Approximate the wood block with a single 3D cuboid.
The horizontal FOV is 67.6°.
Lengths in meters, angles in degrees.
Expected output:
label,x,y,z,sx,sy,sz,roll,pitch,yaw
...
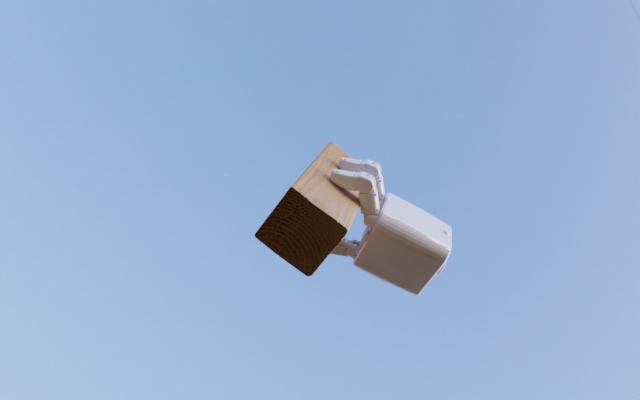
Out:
label,x,y,z,sx,sy,sz,roll,pitch,yaw
wood block,0.000,0.003,0.670,0.090,0.091,0.206,37,26,-2
